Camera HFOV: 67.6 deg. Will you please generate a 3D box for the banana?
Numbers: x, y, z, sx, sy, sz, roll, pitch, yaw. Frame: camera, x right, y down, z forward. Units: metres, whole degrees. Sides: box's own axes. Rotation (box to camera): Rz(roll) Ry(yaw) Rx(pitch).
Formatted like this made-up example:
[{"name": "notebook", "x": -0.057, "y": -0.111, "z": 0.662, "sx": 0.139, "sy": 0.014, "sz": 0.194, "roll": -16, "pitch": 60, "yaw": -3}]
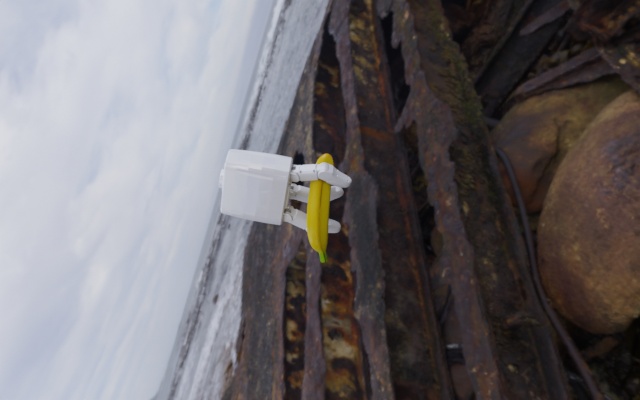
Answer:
[{"name": "banana", "x": -0.001, "y": -0.001, "z": 0.796, "sx": 0.037, "sy": 0.197, "sz": 0.070, "roll": 3, "pitch": -21, "yaw": 4}]
